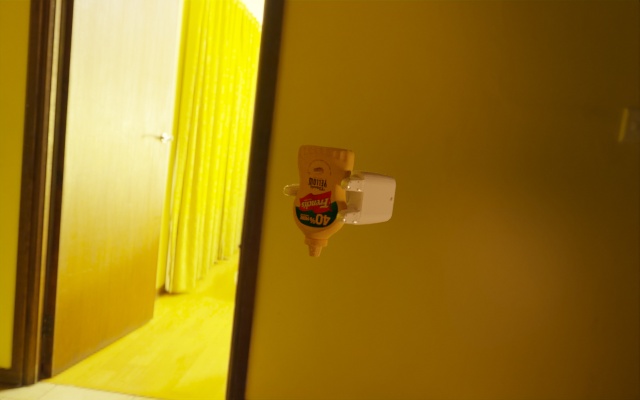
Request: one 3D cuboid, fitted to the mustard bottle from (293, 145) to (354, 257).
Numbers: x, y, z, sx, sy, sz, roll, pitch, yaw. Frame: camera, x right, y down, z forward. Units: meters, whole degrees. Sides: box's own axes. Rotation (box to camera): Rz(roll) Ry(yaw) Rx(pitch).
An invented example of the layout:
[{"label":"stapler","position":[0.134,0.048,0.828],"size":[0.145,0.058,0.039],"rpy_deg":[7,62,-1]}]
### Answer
[{"label":"mustard bottle","position":[0.000,0.002,0.829],"size":[0.096,0.191,0.058],"rpy_deg":[9,6,20]}]
